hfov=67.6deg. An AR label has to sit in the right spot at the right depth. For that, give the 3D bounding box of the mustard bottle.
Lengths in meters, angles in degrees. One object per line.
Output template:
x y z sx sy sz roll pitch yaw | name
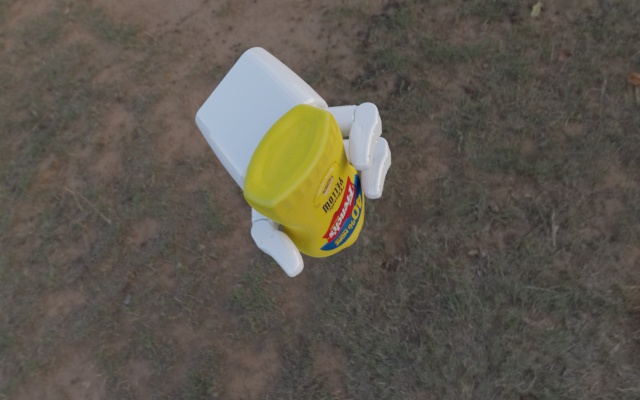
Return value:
0.000 0.002 0.450 0.058 0.096 0.192 21 -17 26 | mustard bottle
